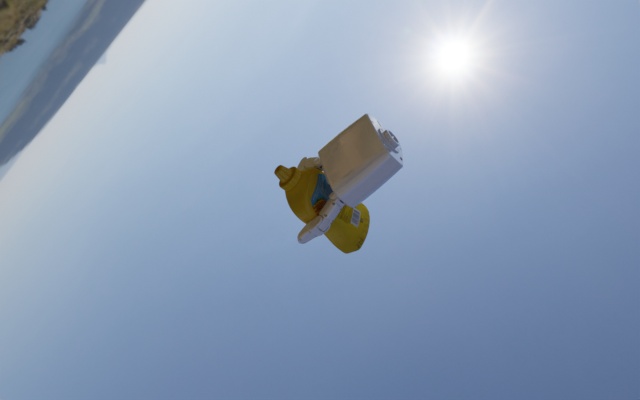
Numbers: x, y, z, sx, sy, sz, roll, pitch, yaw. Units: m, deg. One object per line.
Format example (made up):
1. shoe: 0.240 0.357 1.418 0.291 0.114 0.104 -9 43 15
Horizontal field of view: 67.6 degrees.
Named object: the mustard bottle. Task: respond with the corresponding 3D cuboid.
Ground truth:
1. mustard bottle: 0.000 0.003 0.789 0.192 0.096 0.058 38 -40 -29
